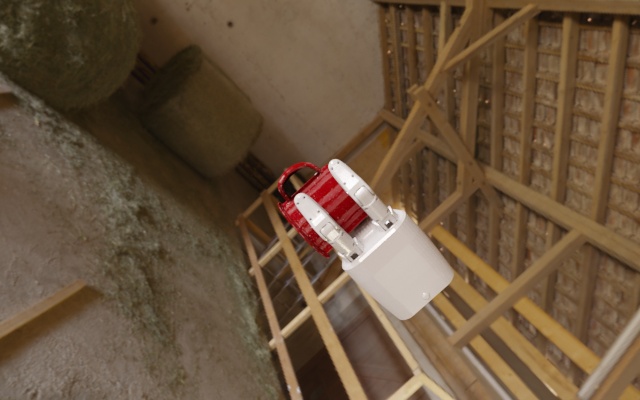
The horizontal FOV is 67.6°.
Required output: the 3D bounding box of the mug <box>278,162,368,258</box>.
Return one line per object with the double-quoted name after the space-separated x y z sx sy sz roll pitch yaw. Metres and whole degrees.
-0.001 0.001 0.586 0.081 0.117 0.093 -43 18 3 "mug"
